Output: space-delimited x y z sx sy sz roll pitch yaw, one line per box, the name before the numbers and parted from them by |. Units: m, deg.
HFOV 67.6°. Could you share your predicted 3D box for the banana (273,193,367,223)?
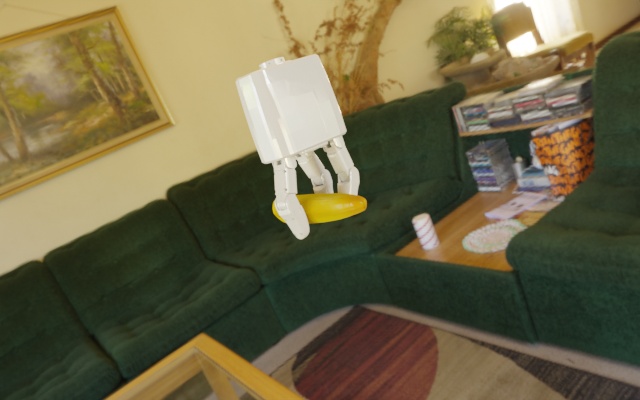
banana | -0.017 0.008 0.632 0.069 0.037 0.198 -19 8 -26
